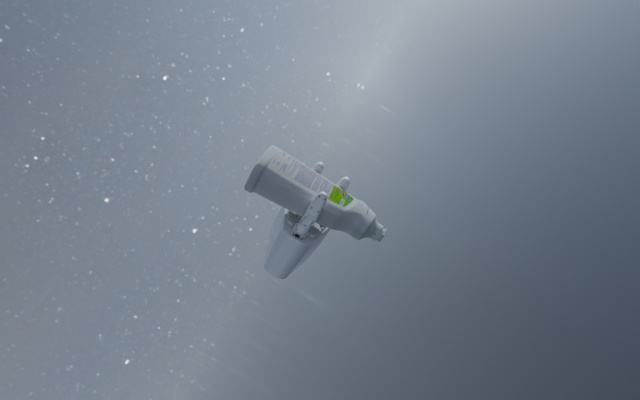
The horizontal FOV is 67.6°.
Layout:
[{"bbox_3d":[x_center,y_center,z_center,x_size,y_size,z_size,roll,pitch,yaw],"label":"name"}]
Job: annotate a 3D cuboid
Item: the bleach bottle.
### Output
[{"bbox_3d":[0.000,0.003,0.830,0.251,0.068,0.102,31,34,-3],"label":"bleach bottle"}]
